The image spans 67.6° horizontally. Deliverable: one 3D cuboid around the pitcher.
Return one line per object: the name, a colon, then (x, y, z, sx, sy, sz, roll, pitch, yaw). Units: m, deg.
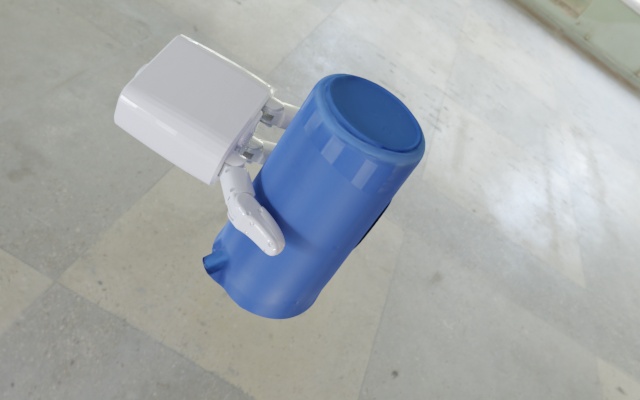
pitcher: (0.000, 0.001, 0.473, 0.145, 0.243, 0.149, 33, 40, -4)
